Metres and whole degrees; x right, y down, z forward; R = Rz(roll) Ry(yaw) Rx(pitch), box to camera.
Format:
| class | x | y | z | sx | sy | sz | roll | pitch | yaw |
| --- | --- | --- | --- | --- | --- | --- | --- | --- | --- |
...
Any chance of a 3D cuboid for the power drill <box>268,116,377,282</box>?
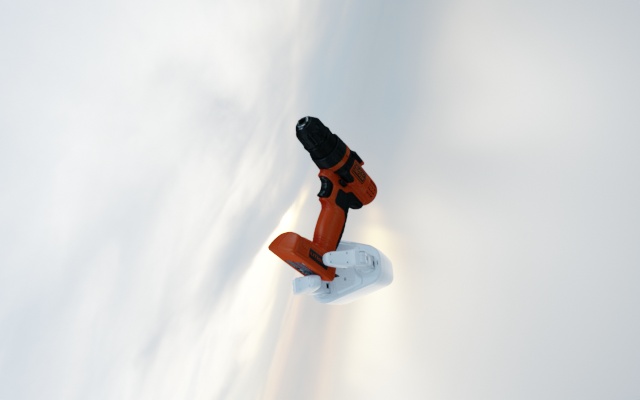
| class | x | y | z | sx | sy | sz | roll | pitch | yaw |
| --- | --- | --- | --- | --- | --- | --- | --- | --- | --- |
| power drill | 0.000 | 0.003 | 0.659 | 0.057 | 0.187 | 0.184 | 3 | -30 | 43 |
